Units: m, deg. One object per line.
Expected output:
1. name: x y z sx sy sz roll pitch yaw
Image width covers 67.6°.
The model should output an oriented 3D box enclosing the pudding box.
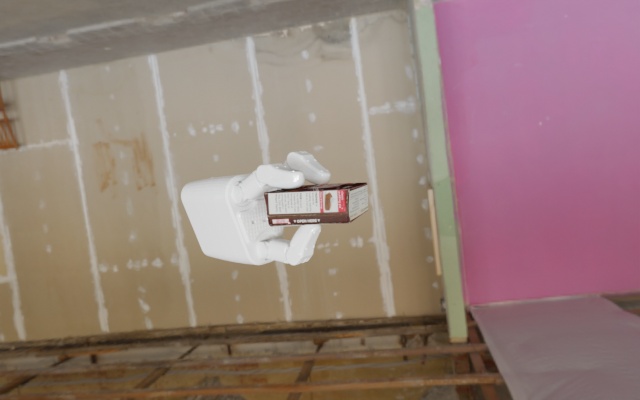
1. pudding box: 0.000 0.002 0.522 0.090 0.039 0.113 -3 6 15
